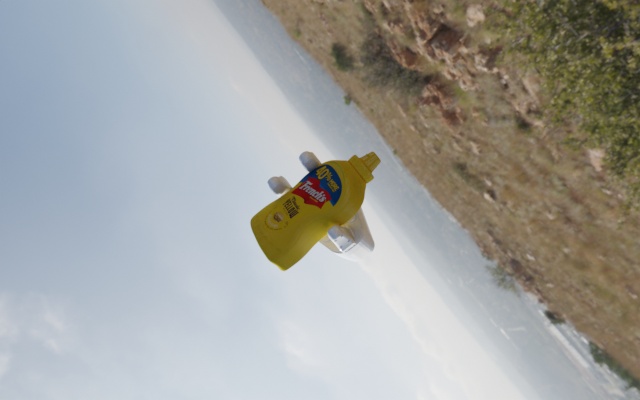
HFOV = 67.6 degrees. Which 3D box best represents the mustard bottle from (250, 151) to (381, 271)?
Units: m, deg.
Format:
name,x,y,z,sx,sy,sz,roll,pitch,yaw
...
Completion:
name,x,y,z,sx,sy,sz,roll,pitch,yaw
mustard bottle,0.000,0.002,0.633,0.058,0.191,0.096,48,6,-42
